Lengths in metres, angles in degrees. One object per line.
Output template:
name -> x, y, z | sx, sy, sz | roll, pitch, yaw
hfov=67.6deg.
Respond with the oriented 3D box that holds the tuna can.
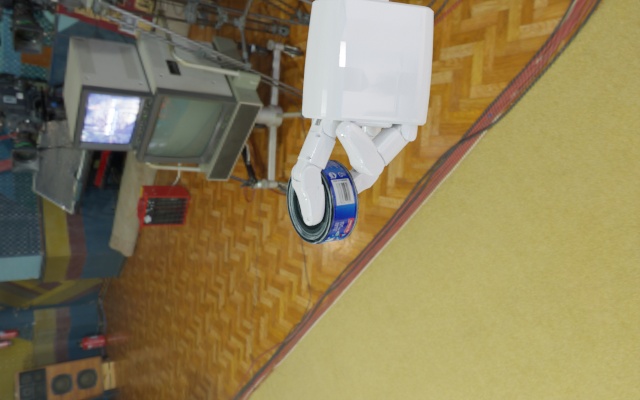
tuna can -> 0.000, 0.002, 0.492 | 0.034, 0.086, 0.086 | -7, 4, -34
